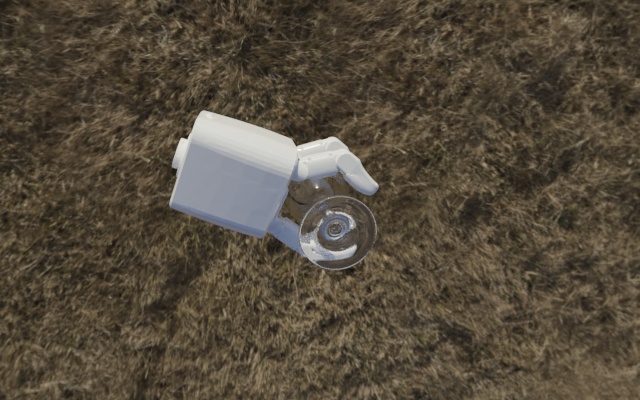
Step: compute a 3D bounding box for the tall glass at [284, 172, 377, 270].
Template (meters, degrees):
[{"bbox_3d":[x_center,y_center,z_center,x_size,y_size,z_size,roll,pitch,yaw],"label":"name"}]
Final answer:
[{"bbox_3d":[0.000,0.002,0.537,0.079,0.079,0.201,0,17,-10],"label":"tall glass"}]
